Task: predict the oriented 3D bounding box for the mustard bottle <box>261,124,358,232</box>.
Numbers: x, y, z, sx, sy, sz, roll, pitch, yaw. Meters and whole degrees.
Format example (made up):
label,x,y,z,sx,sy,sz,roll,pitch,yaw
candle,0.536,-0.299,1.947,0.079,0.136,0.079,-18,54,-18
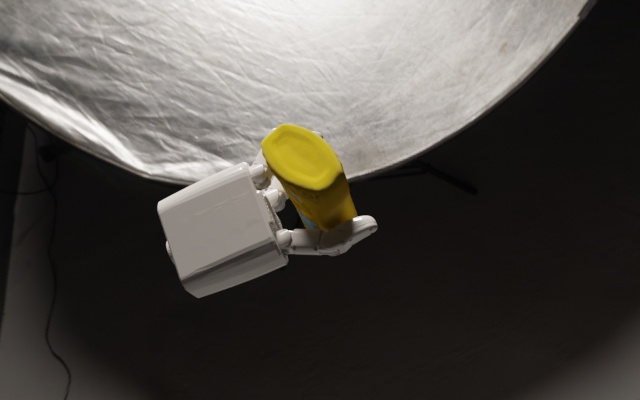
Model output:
label,x,y,z,sx,sy,sz,roll,pitch,yaw
mustard bottle,0.000,0.001,0.531,0.096,0.058,0.192,39,-13,28
